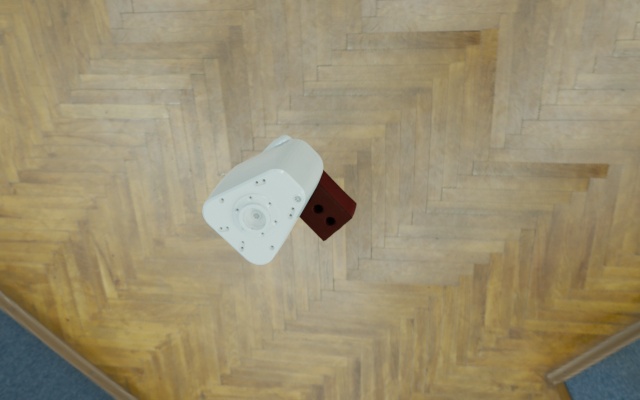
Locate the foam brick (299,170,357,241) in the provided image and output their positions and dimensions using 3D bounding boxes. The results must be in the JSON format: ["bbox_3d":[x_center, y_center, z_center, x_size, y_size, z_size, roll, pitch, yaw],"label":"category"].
[{"bbox_3d":[0.000,0.002,0.610,0.053,0.078,0.051,-41,11,21],"label":"foam brick"}]
